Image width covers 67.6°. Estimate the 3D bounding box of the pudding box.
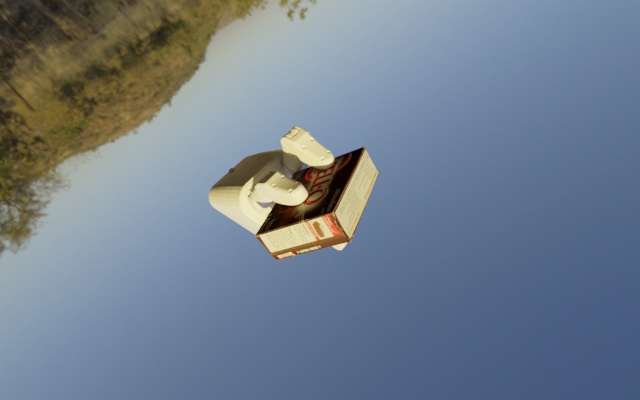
[{"bbox_3d":[0.000,0.002,0.464,0.090,0.039,0.113,-19,29,33],"label":"pudding box"}]
